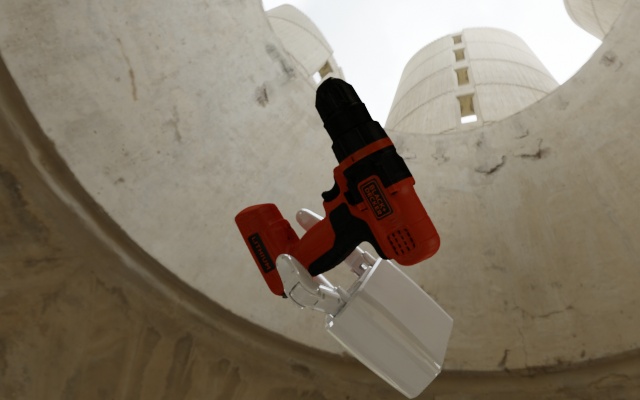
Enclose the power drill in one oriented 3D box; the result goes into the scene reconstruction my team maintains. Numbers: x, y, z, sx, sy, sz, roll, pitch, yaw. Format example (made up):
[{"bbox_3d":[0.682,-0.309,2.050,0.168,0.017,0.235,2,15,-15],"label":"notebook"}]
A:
[{"bbox_3d":[0.000,0.002,0.466,0.188,0.184,0.057,-32,-8,36],"label":"power drill"}]
